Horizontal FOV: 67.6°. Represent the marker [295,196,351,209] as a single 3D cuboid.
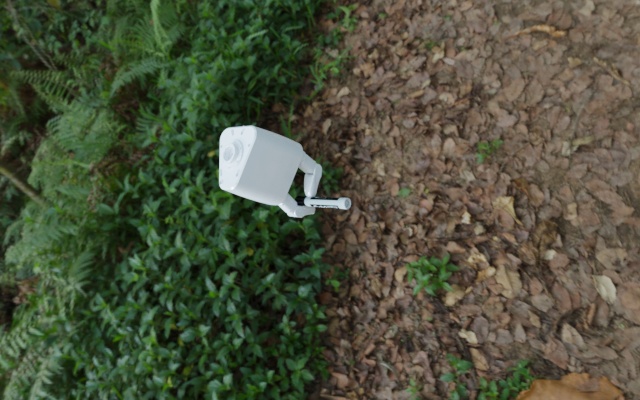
[{"bbox_3d":[0.000,0.003,0.825,0.121,0.020,0.020,3,2,42],"label":"marker"}]
